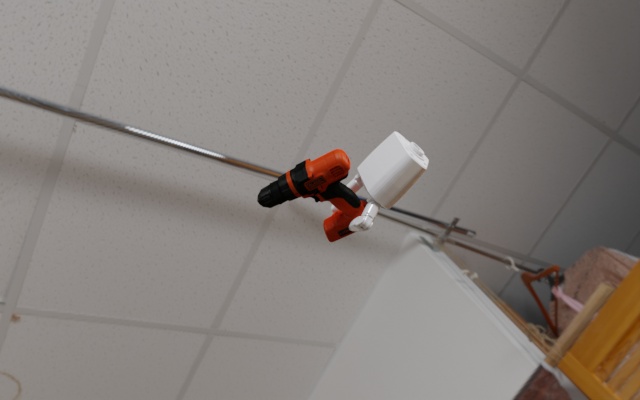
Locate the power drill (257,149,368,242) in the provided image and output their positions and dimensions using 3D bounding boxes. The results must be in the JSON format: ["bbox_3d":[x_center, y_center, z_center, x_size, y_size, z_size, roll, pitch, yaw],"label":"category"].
[{"bbox_3d":[0.001,0.003,0.895,0.184,0.057,0.188,-25,-44,17],"label":"power drill"}]
